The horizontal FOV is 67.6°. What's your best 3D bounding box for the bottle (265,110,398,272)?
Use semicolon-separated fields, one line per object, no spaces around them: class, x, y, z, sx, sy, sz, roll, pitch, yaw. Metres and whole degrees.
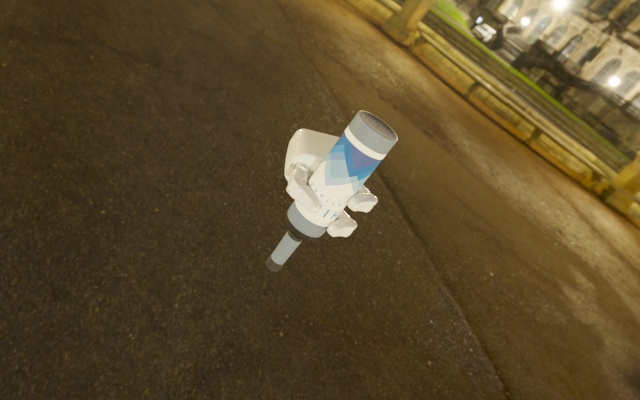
bottle;0.000;0.002;0.719;0.069;0.296;0.069;28;28;-17
